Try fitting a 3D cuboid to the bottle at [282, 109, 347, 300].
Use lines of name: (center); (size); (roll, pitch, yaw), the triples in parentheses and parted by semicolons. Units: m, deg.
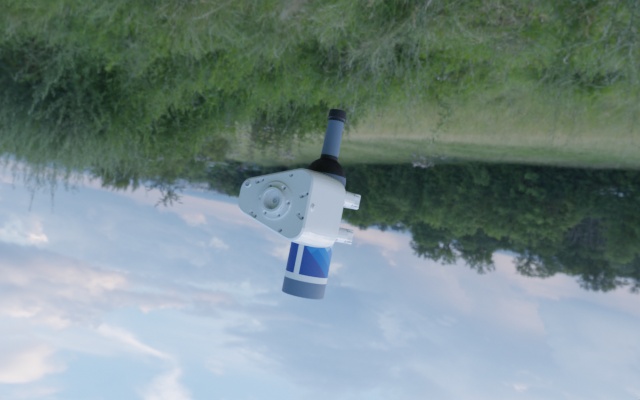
bottle: (0.000, 0.003, 0.751); (0.069, 0.295, 0.069); (11, -3, 1)
